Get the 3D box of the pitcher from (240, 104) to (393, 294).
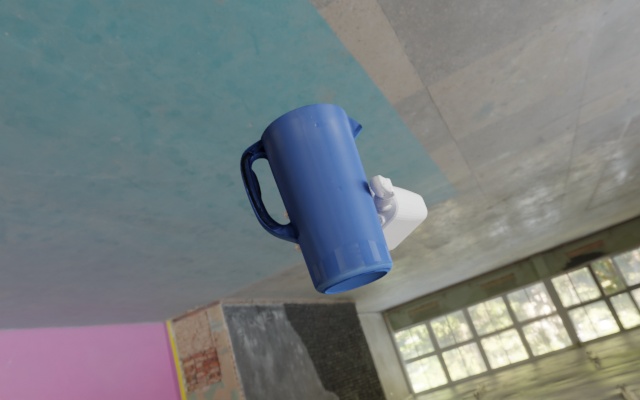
[{"bbox_3d":[0.000,0.002,0.661,0.149,0.242,0.145,-31,-23,31],"label":"pitcher"}]
